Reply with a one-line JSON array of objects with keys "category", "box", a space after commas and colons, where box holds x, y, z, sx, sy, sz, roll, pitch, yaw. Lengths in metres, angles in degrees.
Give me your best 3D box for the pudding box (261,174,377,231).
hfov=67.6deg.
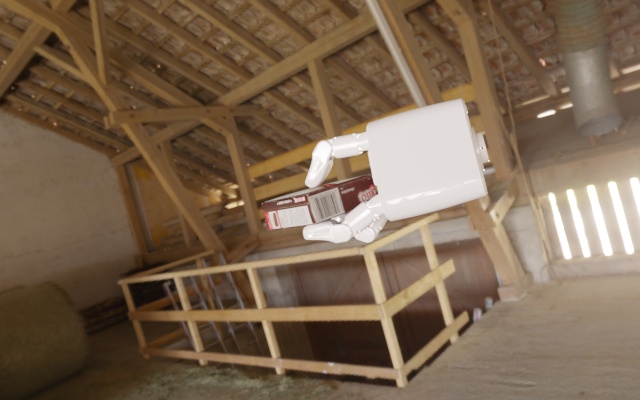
[{"category": "pudding box", "box": [0.000, 0.002, 0.577, 0.113, 0.039, 0.090, -16, 3, -42]}]
